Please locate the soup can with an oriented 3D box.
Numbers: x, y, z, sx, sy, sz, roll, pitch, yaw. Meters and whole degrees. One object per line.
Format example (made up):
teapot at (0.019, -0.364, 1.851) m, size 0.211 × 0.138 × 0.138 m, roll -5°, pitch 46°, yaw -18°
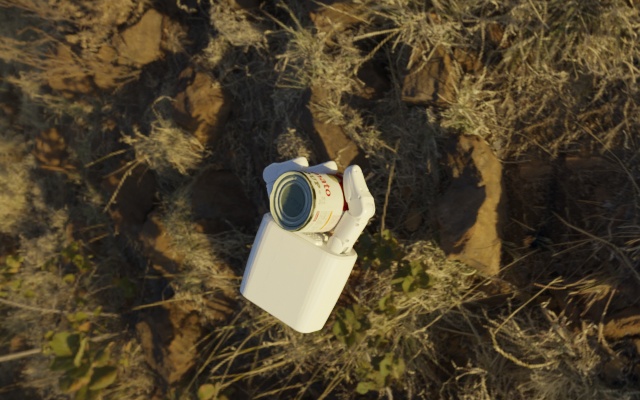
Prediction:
soup can at (0.000, 0.001, 0.544) m, size 0.068 × 0.068 × 0.102 m, roll 0°, pitch -2°, yaw 40°
